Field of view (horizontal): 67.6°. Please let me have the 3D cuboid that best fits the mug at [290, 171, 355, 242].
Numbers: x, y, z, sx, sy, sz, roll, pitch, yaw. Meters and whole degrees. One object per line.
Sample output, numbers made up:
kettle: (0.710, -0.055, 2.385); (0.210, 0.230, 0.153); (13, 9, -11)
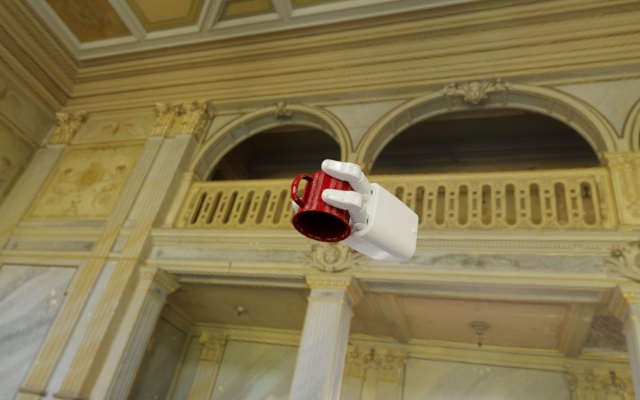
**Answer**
mug: (-0.001, 0.002, 0.750); (0.117, 0.081, 0.093); (34, -38, -28)
